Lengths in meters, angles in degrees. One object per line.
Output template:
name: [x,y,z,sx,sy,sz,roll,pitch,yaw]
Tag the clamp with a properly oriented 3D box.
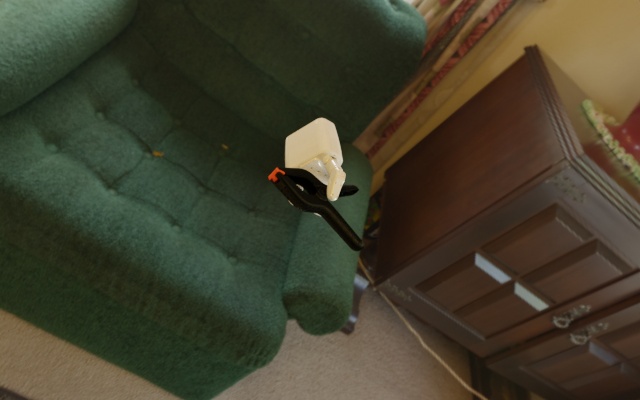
clamp: [0.000,0.002,0.882,0.210,0.164,0.036,23,-50,-31]
